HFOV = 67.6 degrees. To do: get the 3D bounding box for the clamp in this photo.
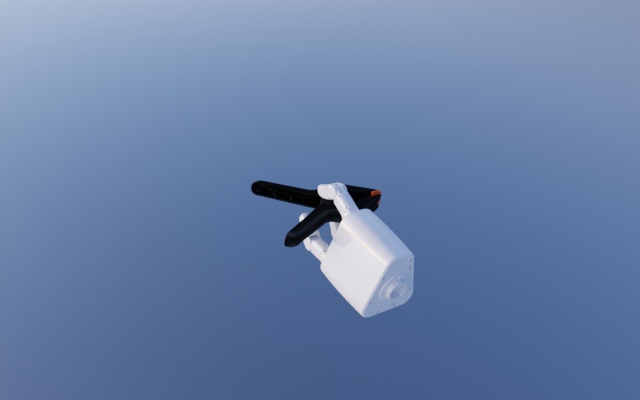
[{"bbox_3d":[0.001,0.002,0.768,0.210,0.036,0.164,-11,38,-31],"label":"clamp"}]
